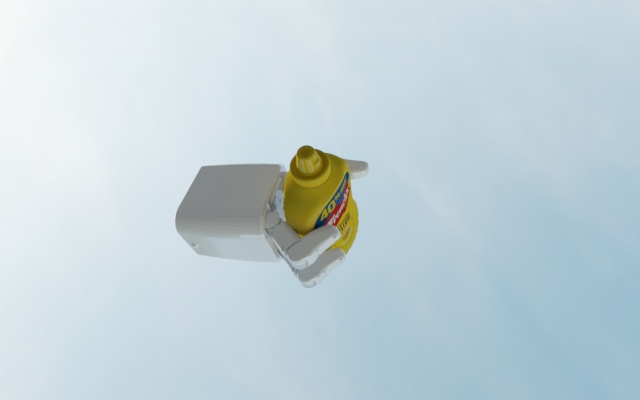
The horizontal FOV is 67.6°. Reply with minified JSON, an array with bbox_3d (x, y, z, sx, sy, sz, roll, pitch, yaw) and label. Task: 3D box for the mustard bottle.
[{"bbox_3d":[0.000,0.002,0.537,0.058,0.096,0.192,24,-23,23],"label":"mustard bottle"}]
